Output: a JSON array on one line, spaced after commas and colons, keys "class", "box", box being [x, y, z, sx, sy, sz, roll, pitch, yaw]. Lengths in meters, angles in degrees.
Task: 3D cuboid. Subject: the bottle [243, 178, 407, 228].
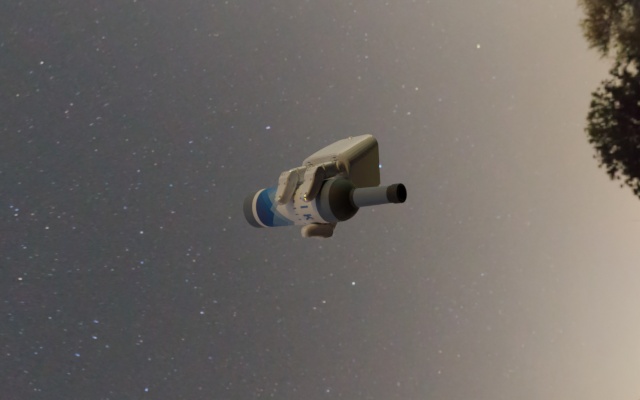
[{"class": "bottle", "box": [0.000, 0.003, 0.745, 0.296, 0.069, 0.069, -6, -4, 41]}]
